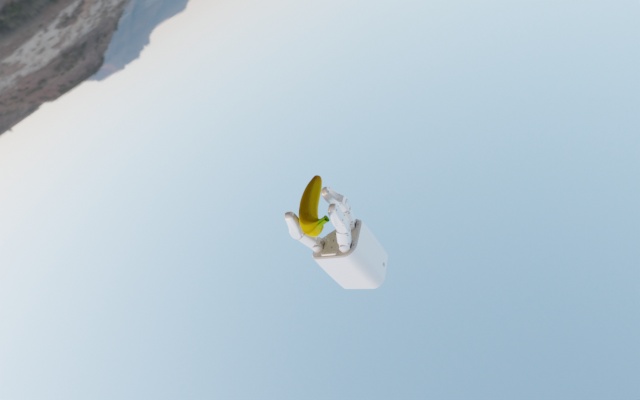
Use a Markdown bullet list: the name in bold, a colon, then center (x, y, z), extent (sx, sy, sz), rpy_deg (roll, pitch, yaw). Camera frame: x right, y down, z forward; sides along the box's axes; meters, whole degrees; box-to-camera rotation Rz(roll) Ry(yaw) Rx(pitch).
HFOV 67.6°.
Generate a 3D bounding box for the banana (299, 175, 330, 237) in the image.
- **banana**: center (-0.013, 0.017, 0.897), extent (0.037, 0.069, 0.197), rpy_deg (42, 15, -23)
